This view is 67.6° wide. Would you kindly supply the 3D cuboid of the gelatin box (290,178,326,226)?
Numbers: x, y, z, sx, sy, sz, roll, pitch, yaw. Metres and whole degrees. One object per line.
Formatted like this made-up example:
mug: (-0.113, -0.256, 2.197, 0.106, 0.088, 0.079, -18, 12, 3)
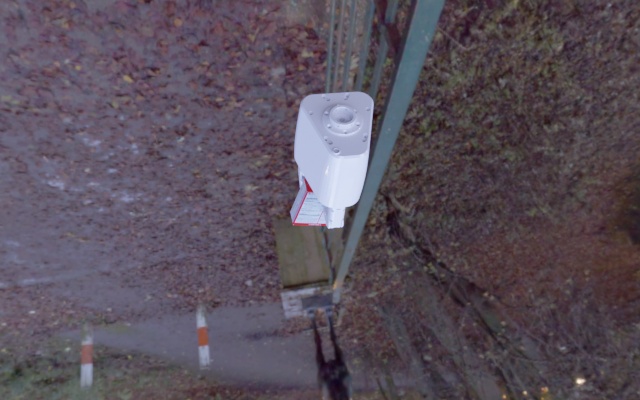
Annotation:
gelatin box: (0.000, 0.003, 0.733, 0.073, 0.030, 0.089, 2, -39, -20)
